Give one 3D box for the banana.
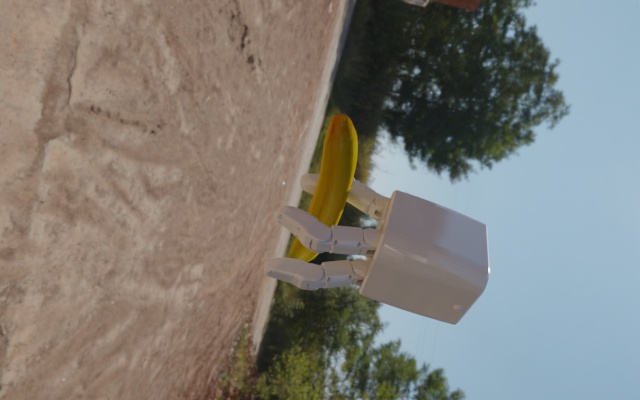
[{"bbox_3d":[0.006,-0.003,0.492,0.037,0.198,0.069,26,30,11],"label":"banana"}]
